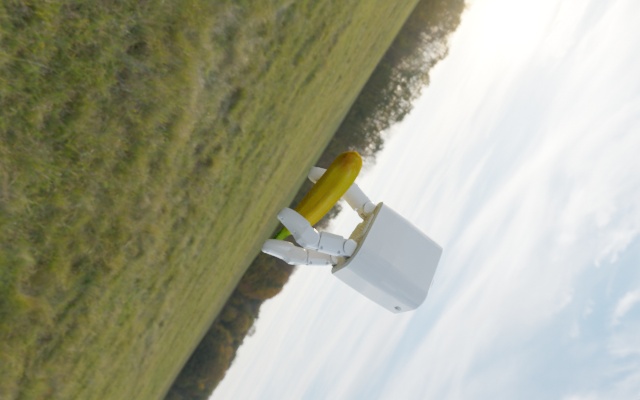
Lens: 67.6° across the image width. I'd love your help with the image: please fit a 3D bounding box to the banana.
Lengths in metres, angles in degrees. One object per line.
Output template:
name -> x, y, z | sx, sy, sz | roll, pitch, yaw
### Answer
banana -> 0.006, -0.007, 0.594 | 0.198, 0.037, 0.069 | -49, 5, 44
